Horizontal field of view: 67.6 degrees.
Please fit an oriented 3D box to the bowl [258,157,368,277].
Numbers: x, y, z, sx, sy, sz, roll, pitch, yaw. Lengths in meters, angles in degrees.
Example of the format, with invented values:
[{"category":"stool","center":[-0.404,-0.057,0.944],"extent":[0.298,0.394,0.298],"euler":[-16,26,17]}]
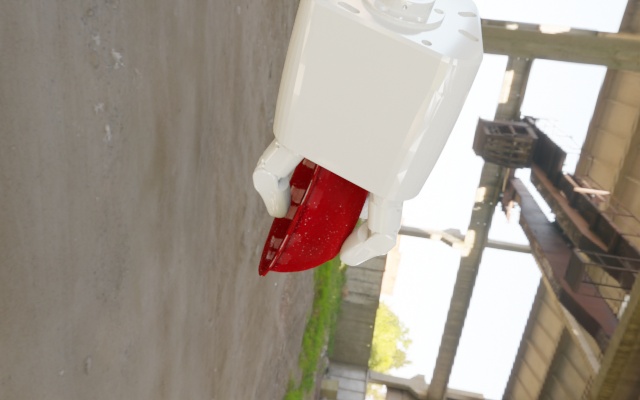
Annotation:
[{"category":"bowl","center":[0.000,0.002,0.430],"extent":[0.055,0.162,0.162],"euler":[23,-4,-10]}]
